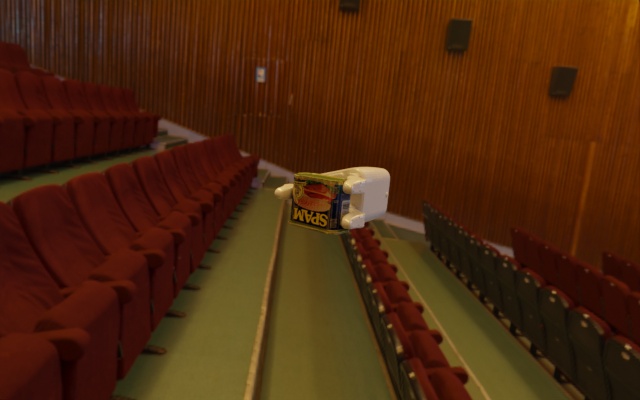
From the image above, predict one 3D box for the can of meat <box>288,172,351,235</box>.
[{"bbox_3d":[0.000,0.002,0.771,0.102,0.084,0.057,12,12,36],"label":"can of meat"}]
